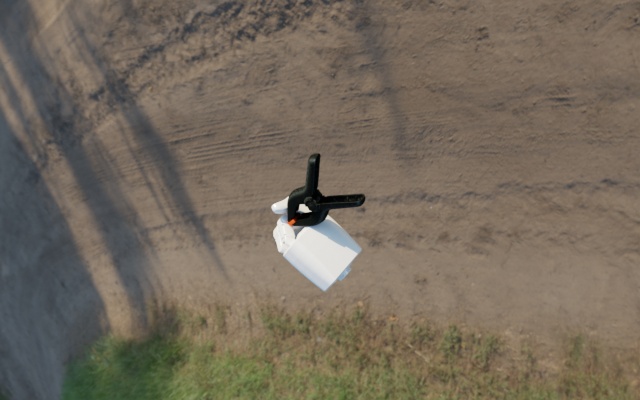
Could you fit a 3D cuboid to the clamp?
[{"bbox_3d":[0.000,0.003,0.856,0.039,0.120,0.171,-47,-4,-44],"label":"clamp"}]
